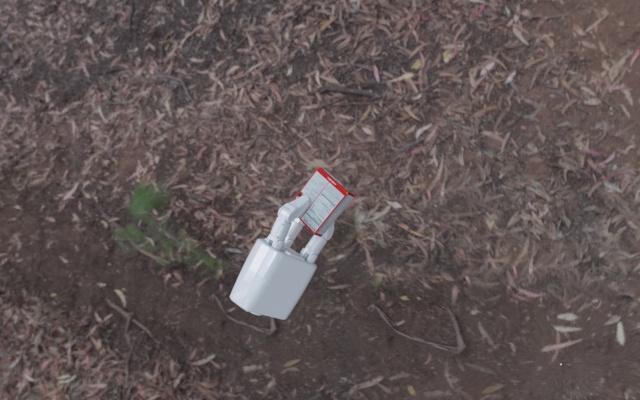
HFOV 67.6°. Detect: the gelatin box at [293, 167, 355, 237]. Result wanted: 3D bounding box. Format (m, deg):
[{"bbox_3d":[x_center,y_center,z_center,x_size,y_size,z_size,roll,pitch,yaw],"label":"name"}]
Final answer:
[{"bbox_3d":[0.000,0.002,0.777,0.073,0.089,0.030,44,11,29],"label":"gelatin box"}]
